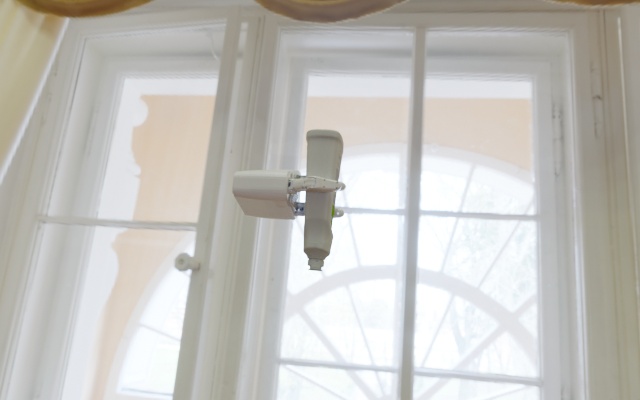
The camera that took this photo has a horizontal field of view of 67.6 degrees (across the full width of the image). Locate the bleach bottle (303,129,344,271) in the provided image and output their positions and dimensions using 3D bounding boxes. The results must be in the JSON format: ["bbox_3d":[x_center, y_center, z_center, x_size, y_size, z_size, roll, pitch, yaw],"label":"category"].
[{"bbox_3d":[0.000,0.003,0.883,0.068,0.250,0.102,3,-13,10],"label":"bleach bottle"}]
